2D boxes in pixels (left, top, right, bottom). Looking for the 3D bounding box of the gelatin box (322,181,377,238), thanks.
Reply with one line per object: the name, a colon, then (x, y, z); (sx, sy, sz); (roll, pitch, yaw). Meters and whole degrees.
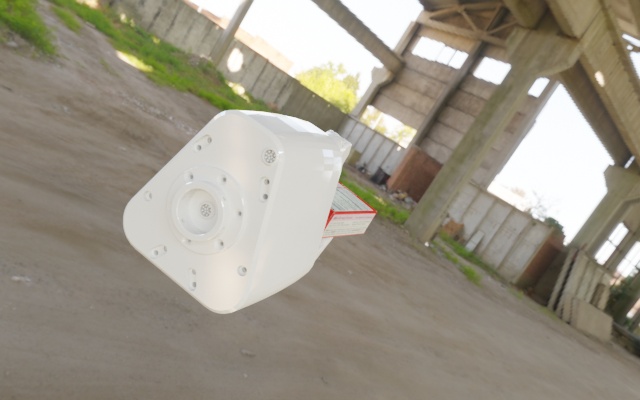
gelatin box: (0.000, 0.001, 0.435); (0.073, 0.030, 0.089); (39, 19, 25)
